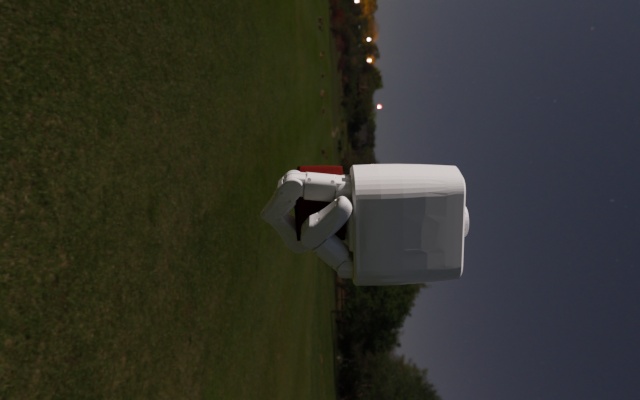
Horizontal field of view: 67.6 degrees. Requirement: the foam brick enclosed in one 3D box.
[{"bbox_3d":[0.000,0.001,0.512,0.051,0.053,0.078,-2,29,1],"label":"foam brick"}]
